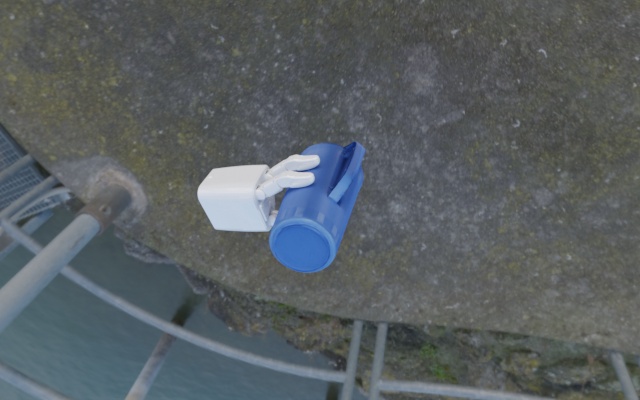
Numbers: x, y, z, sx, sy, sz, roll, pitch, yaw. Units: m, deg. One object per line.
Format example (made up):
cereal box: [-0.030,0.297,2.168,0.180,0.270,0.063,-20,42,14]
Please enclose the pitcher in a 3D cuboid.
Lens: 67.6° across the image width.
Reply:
pitcher: [0.000,0.003,0.825,0.145,0.149,0.242,1,33,13]
